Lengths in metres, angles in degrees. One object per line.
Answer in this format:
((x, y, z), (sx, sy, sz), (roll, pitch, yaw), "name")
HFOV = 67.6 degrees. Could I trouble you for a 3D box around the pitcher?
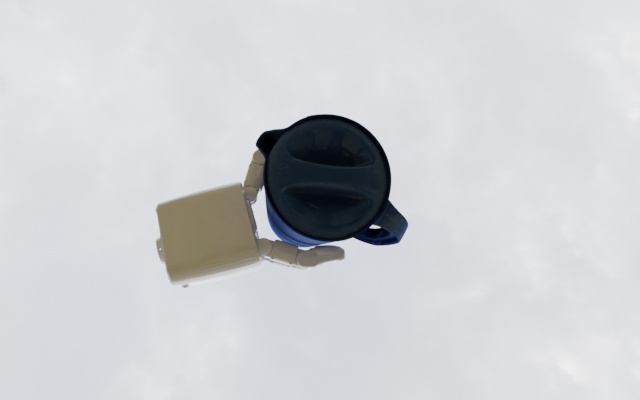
((0.000, 0.002, 0.594), (0.145, 0.149, 0.243), (-14, -8, -10), "pitcher")
